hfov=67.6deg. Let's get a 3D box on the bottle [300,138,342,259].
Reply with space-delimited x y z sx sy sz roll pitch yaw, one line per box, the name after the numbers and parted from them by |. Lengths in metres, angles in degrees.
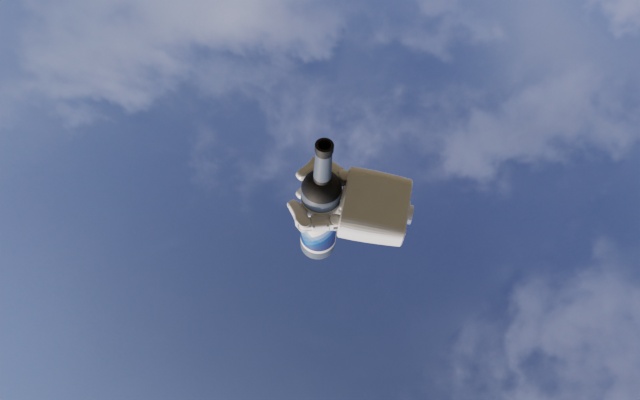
0.000 0.003 0.794 0.069 0.069 0.296 0 -33 -3 | bottle
